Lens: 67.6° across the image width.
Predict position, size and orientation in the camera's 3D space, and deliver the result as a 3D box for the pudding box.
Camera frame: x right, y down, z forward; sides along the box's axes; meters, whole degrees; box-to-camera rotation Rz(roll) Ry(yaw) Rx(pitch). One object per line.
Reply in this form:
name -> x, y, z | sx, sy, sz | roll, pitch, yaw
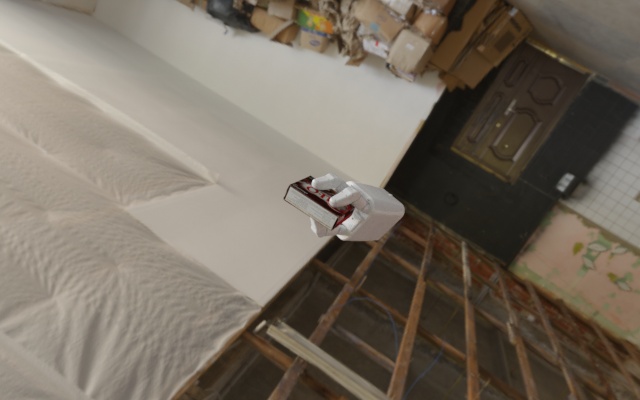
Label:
pudding box -> 0.000, 0.003, 0.894 | 0.113, 0.039, 0.090 | 31, 23, 15
